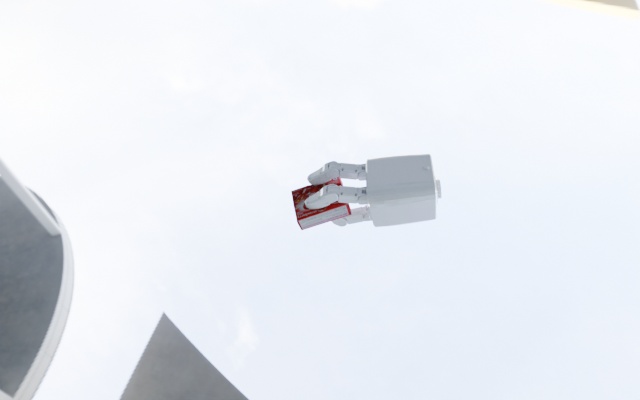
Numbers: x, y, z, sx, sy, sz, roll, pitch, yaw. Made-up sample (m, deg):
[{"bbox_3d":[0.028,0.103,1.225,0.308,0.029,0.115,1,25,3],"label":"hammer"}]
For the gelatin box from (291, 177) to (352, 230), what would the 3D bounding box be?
[{"bbox_3d":[0.000,0.003,0.793,0.089,0.073,0.030,-19,-45,4],"label":"gelatin box"}]
